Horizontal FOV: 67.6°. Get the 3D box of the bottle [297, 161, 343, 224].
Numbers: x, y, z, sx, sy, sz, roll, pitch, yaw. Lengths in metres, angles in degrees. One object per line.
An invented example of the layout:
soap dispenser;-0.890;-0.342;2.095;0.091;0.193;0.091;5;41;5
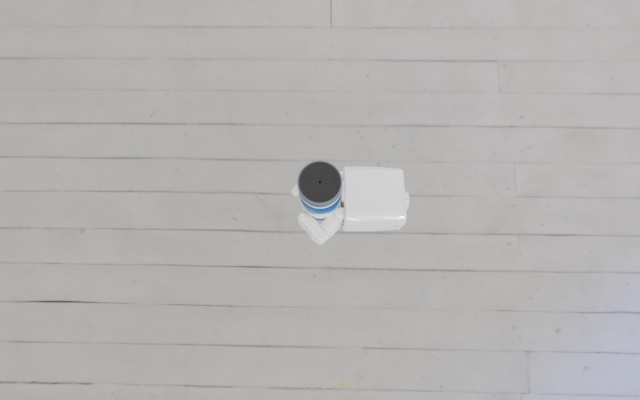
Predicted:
bottle;0.000;0.003;0.841;0.069;0.069;0.296;0;-12;0
